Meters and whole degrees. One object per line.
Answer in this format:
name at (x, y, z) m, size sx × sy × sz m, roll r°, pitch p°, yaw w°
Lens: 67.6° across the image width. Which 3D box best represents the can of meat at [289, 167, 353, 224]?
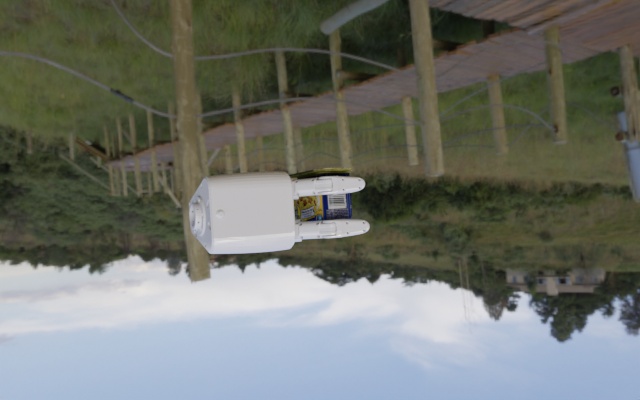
can of meat at (0.000, 0.002, 0.654) m, size 0.057 × 0.084 × 0.102 m, roll -3°, pitch -2°, yaw -32°
